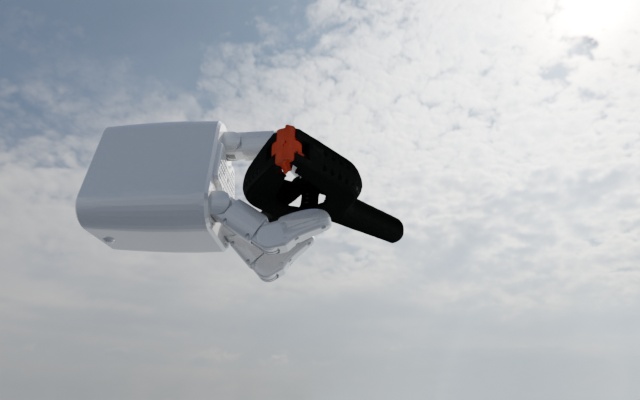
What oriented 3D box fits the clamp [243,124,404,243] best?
[{"bbox_3d":[0.000,0.000,0.411,0.164,0.036,0.210,-1,-22,1],"label":"clamp"}]
